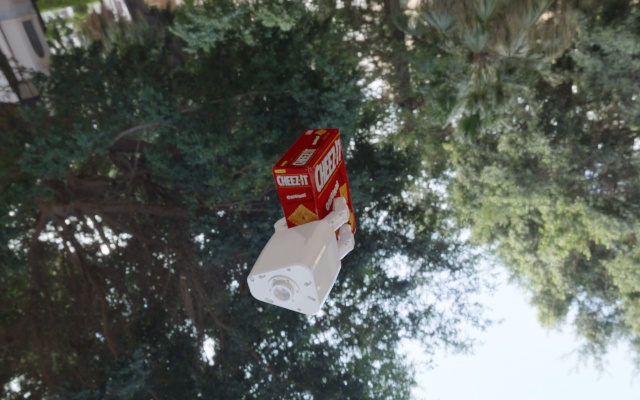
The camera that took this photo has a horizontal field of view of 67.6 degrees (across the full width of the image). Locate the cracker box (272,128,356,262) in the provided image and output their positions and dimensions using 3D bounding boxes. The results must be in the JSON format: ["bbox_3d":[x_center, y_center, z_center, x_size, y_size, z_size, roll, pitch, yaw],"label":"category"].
[{"bbox_3d":[0.000,0.003,0.832,0.072,0.214,0.164,0,30,21],"label":"cracker box"}]
